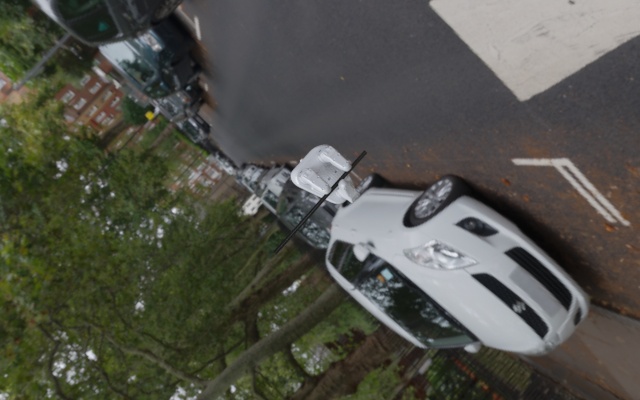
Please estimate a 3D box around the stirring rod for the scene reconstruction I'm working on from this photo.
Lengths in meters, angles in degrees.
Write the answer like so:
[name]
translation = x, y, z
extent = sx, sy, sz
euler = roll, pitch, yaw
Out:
[stirring rod]
translation = 0.000, 0.003, 0.839
extent = 0.011, 0.239, 0.011
euler = 42, -4, 4
